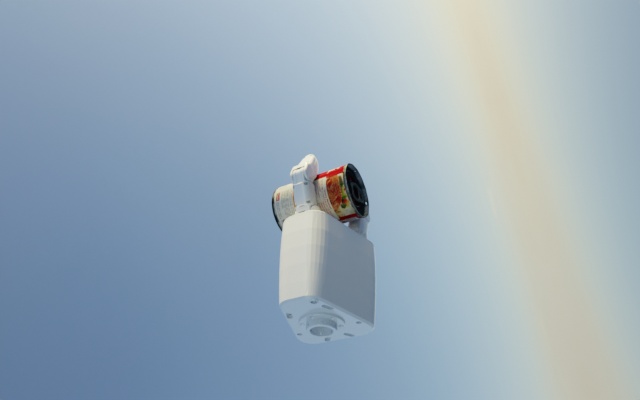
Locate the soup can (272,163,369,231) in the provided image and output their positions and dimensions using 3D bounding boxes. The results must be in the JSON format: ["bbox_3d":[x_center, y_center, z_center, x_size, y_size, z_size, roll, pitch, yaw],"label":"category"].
[{"bbox_3d":[0.000,0.002,0.588,0.102,0.068,0.068,-18,-7,22],"label":"soup can"}]
